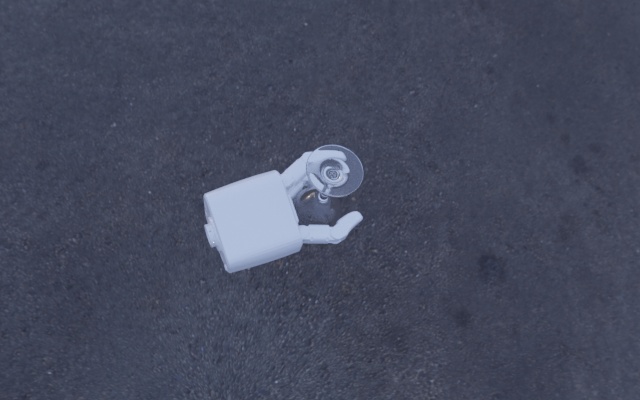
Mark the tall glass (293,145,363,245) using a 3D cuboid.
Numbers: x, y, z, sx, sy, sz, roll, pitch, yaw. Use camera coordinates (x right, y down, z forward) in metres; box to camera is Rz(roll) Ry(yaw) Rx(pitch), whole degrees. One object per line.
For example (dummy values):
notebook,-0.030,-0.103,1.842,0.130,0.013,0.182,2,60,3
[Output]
tall glass,0.000,0.002,0.690,0.079,0.079,0.201,0,-24,-11
